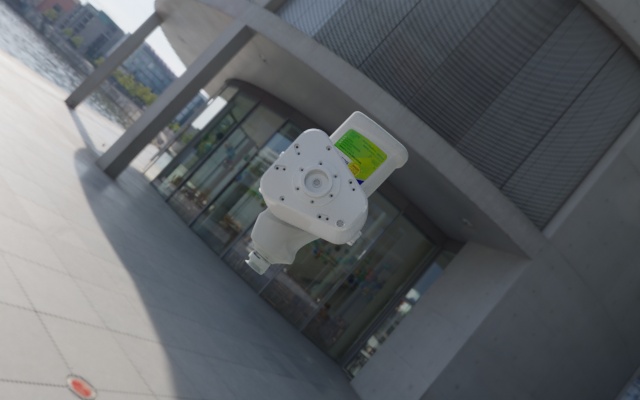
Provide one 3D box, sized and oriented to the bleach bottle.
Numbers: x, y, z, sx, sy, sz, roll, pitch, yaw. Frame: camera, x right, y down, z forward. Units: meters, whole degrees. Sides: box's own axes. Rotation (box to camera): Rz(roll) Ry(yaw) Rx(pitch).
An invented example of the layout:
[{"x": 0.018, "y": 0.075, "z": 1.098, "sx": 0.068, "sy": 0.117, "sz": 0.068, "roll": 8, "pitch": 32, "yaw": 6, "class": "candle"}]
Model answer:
[{"x": 0.000, "y": 0.002, "z": 0.646, "sx": 0.102, "sy": 0.251, "sz": 0.068, "roll": 41, "pitch": -7, "yaw": 9, "class": "bleach bottle"}]
